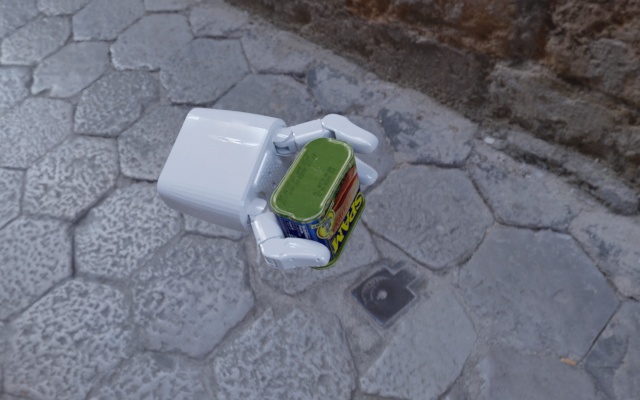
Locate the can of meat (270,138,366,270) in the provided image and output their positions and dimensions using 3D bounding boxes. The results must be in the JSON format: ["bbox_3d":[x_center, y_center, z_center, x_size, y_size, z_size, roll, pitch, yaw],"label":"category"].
[{"bbox_3d":[0.000,0.001,0.462,0.057,0.102,0.084,16,-31,23],"label":"can of meat"}]
